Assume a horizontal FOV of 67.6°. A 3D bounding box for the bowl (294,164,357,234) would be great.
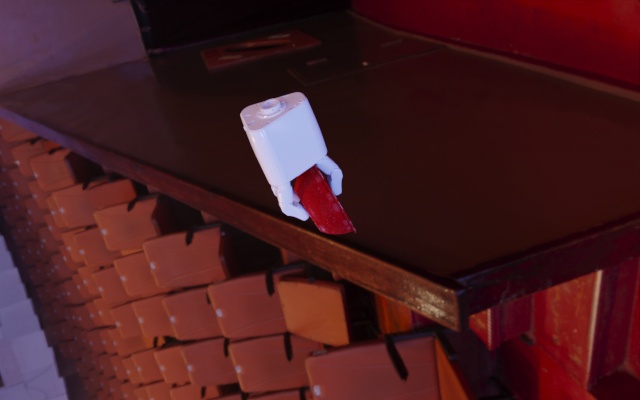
[{"bbox_3d":[0.000,0.004,0.849,0.055,0.162,0.162,-32,0,0],"label":"bowl"}]
